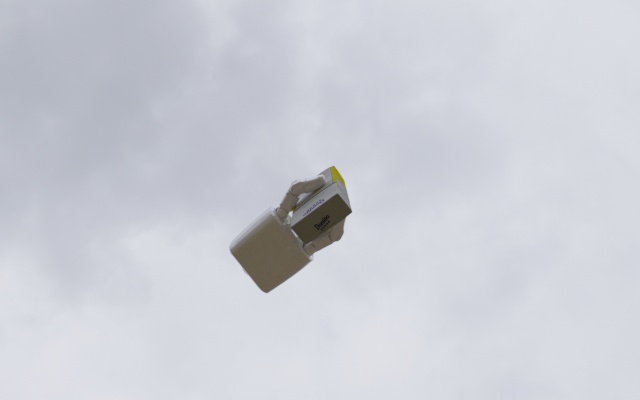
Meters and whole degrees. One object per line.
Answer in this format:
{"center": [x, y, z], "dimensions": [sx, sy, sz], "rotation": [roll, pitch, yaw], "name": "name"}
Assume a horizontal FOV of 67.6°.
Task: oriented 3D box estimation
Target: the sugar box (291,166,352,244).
{"center": [0.000, 0.003, 0.802], "dimensions": [0.093, 0.048, 0.176], "rotation": [-36, 18, 11], "name": "sugar box"}
